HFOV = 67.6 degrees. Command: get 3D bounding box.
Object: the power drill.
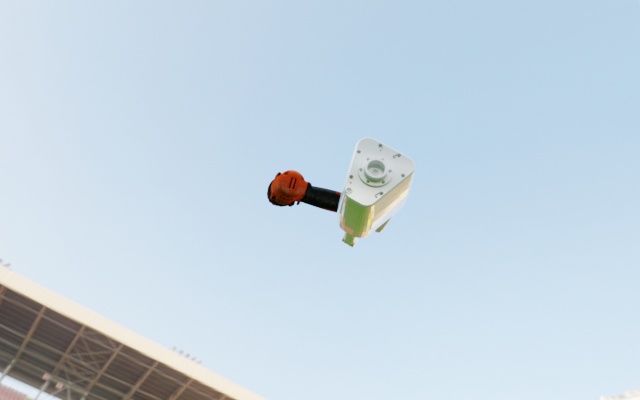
[{"bbox_3d":[0.001,0.003,0.829,0.187,0.057,0.184,15,-7,-11],"label":"power drill"}]
